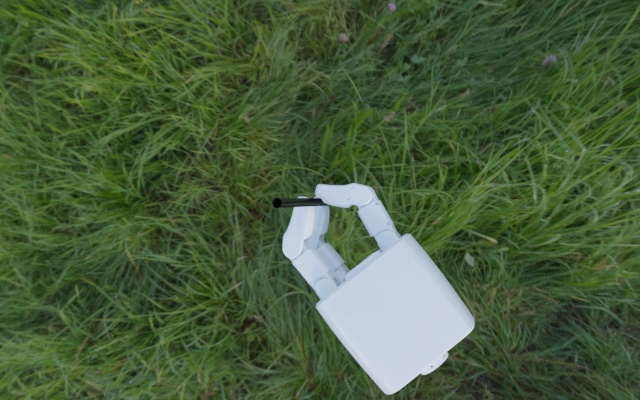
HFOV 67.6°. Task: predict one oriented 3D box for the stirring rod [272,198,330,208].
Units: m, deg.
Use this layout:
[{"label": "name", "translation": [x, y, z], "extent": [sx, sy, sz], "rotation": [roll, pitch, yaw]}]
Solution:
[{"label": "stirring rod", "translation": [0.000, 0.002, 0.485], "extent": [0.011, 0.011, 0.239], "rotation": [0, 0, 16]}]
